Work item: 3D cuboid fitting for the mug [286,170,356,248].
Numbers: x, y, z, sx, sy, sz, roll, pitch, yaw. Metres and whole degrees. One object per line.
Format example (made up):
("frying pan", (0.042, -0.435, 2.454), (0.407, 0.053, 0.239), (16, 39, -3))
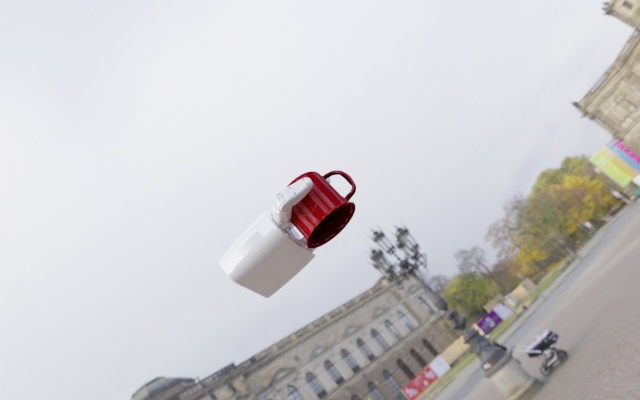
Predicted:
("mug", (0.001, 0.001, 0.711), (0.081, 0.117, 0.093), (47, 3, 23))
